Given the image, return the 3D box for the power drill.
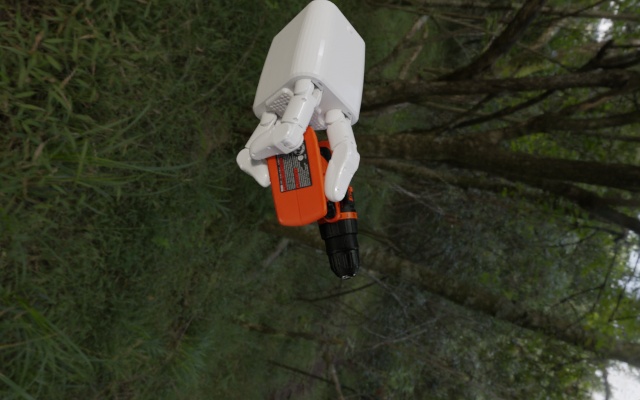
[{"bbox_3d":[0.000,0.002,0.564,0.057,0.184,0.188,-14,-12,12],"label":"power drill"}]
